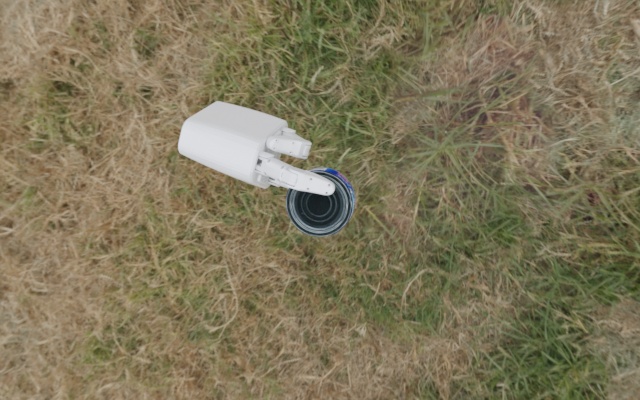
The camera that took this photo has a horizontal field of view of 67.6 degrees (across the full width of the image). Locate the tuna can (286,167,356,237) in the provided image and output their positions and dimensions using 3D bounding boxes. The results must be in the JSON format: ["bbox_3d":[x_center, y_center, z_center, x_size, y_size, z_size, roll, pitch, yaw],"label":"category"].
[{"bbox_3d":[0.000,0.002,0.602,0.086,0.086,0.033,0,10,9],"label":"tuna can"}]
